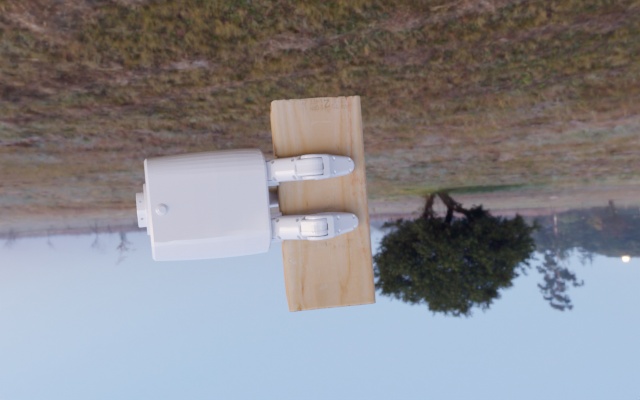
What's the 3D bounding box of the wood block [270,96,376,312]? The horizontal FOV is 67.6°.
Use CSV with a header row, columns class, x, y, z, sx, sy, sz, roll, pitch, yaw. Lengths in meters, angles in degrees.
class,x,y,z,sx,sy,sz,roll,pitch,yaw
wood block,0.000,0.002,0.509,0.090,0.206,0.091,-5,2,-6
